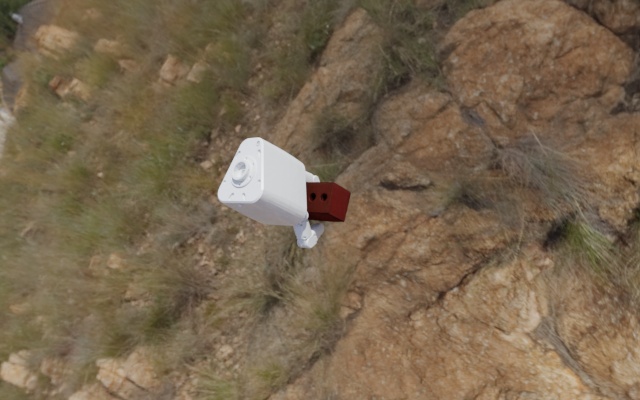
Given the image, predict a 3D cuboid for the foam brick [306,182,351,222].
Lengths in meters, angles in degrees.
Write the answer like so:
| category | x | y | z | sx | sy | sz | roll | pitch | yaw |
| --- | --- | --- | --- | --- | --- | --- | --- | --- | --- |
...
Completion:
| category | x | y | z | sx | sy | sz | roll | pitch | yaw |
| --- | --- | --- | --- | --- | --- | --- | --- | --- | --- |
| foam brick | 0.000 | 0.002 | 0.781 | 0.078 | 0.053 | 0.051 | 1 | -18 | 35 |
